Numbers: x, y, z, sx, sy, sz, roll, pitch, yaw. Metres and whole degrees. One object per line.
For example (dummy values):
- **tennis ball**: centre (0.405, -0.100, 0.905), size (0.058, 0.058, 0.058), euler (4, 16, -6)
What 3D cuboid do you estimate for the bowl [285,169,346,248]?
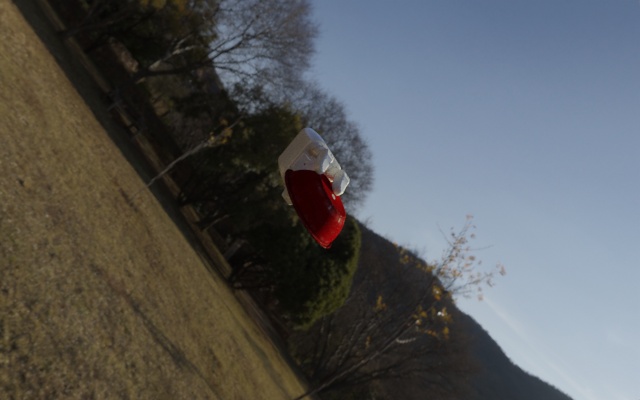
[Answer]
- **bowl**: centre (0.001, 0.004, 0.864), size (0.055, 0.162, 0.162), euler (-28, -7, 13)
